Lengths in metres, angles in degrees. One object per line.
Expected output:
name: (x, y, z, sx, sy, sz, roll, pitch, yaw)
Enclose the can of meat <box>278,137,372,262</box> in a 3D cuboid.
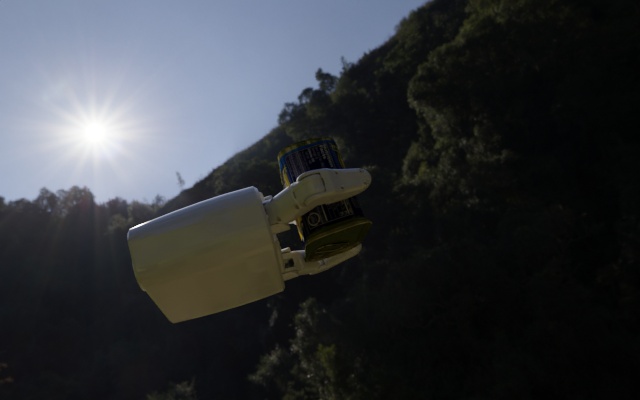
can of meat: (0.000, 0.001, 0.427, 0.057, 0.084, 0.102, -18, -16, -8)
